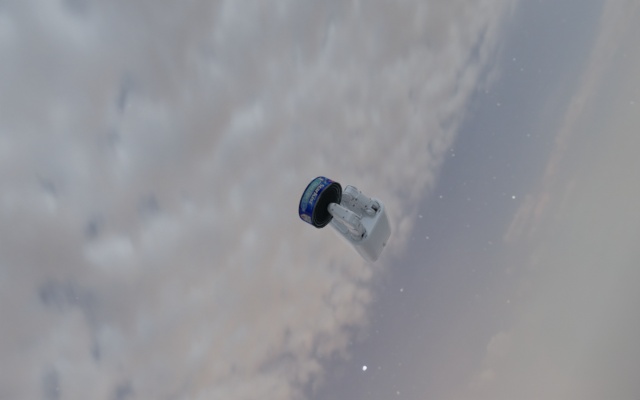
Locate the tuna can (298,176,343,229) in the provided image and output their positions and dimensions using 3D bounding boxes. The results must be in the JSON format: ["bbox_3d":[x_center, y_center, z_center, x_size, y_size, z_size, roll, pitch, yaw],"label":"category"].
[{"bbox_3d":[0.000,0.002,0.815,0.033,0.086,0.086,26,12,26],"label":"tuna can"}]
